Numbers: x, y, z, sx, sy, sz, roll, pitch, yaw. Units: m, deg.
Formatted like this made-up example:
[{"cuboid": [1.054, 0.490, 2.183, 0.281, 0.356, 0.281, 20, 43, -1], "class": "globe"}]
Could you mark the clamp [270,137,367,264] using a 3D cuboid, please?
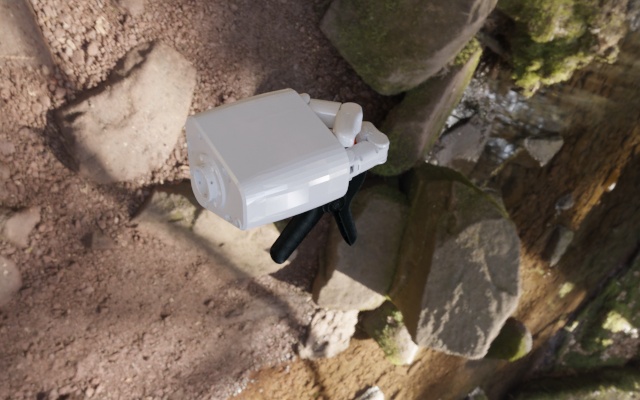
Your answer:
[{"cuboid": [0.001, 0.002, 0.534, 0.120, 0.172, 0.039, -23, 45, -32], "class": "clamp"}]
